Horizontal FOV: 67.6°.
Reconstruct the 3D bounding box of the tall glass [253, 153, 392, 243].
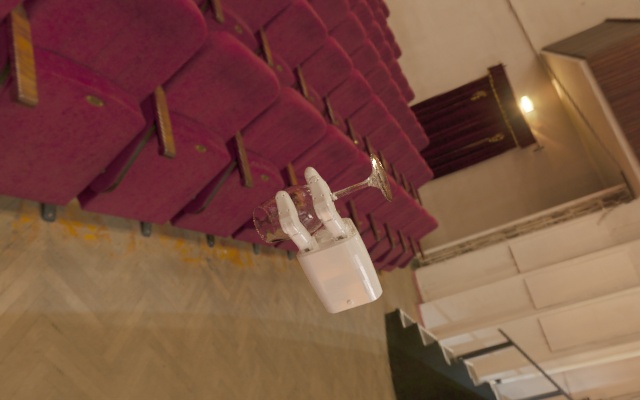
[{"bbox_3d":[0.001,0.002,0.713,0.201,0.079,0.079,-22,-7,18],"label":"tall glass"}]
